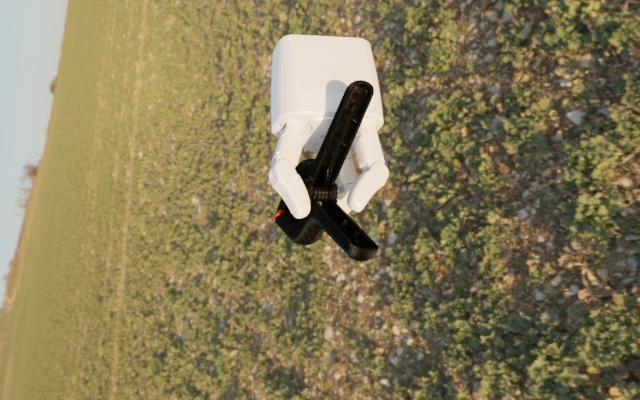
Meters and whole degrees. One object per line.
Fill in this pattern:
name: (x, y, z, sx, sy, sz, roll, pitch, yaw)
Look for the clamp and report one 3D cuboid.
clamp: (-0.001, 0.001, 0.485, 0.036, 0.164, 0.210, 9, -26, -23)
